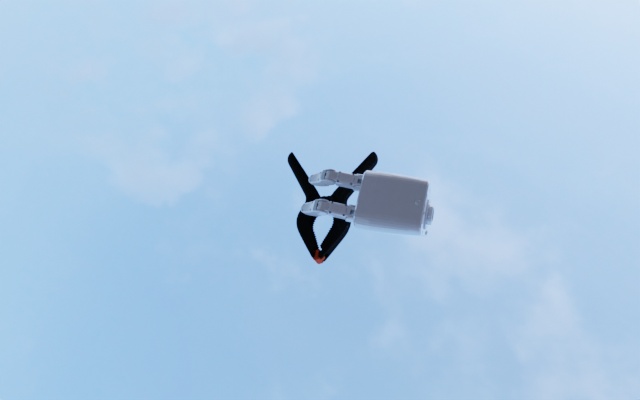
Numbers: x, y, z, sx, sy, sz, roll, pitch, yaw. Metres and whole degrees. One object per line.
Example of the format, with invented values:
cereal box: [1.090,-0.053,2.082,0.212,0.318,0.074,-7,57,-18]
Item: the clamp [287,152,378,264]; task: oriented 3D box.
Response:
clamp: [0.000,0.004,0.823,0.164,0.210,0.036,8,-20,19]
